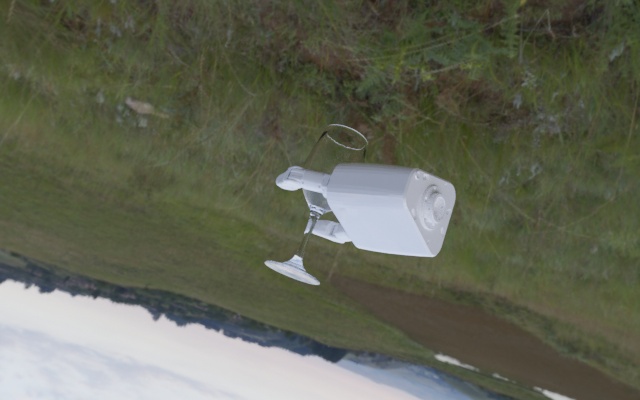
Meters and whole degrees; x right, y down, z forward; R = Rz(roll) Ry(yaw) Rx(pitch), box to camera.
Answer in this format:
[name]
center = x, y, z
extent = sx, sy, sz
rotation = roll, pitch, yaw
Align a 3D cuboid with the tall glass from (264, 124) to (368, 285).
[tall glass]
center = 0.000, 0.003, 0.620
extent = 0.079, 0.201, 0.079
rotation = 19, -17, 6
